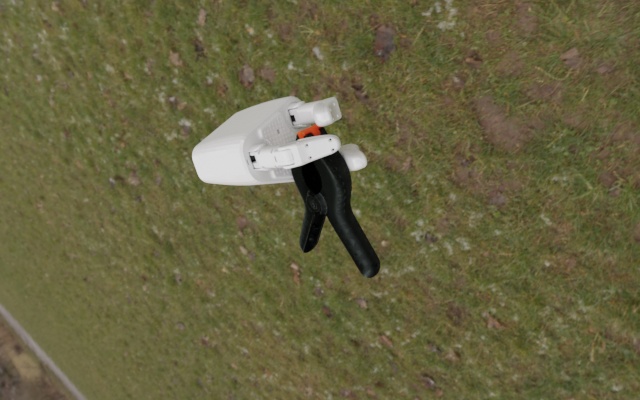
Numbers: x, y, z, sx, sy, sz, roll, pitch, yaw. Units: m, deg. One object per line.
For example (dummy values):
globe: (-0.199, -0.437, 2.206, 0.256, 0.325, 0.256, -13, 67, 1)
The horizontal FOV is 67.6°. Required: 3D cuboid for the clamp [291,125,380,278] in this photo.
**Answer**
clamp: (0.000, 0.002, 0.527, 0.120, 0.171, 0.039, 0, 22, 45)
